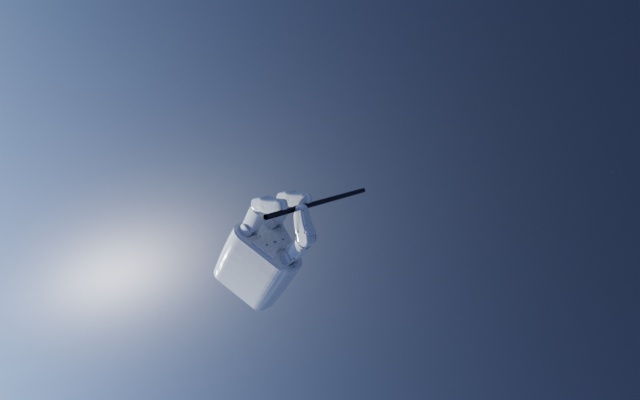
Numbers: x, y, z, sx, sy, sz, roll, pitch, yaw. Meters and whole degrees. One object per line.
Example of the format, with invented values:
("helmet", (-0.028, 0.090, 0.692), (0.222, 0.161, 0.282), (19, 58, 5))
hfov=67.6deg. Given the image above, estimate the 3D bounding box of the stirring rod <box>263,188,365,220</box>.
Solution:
("stirring rod", (0.000, 0.002, 0.735), (0.011, 0.011, 0.239), (0, 10, 39))
